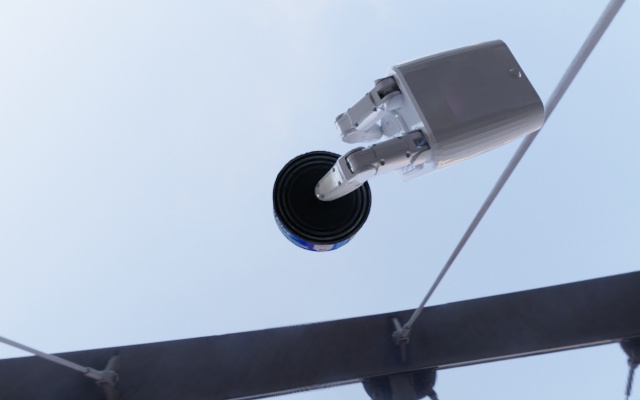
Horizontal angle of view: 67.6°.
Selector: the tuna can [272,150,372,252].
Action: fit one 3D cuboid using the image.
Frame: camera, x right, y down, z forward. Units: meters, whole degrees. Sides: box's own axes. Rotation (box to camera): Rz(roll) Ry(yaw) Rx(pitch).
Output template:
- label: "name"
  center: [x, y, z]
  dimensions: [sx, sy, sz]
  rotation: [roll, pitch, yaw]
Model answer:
- label: "tuna can"
  center: [0.000, 0.002, 0.422]
  dimensions: [0.086, 0.086, 0.034]
  rotation: [0, -20, -7]
